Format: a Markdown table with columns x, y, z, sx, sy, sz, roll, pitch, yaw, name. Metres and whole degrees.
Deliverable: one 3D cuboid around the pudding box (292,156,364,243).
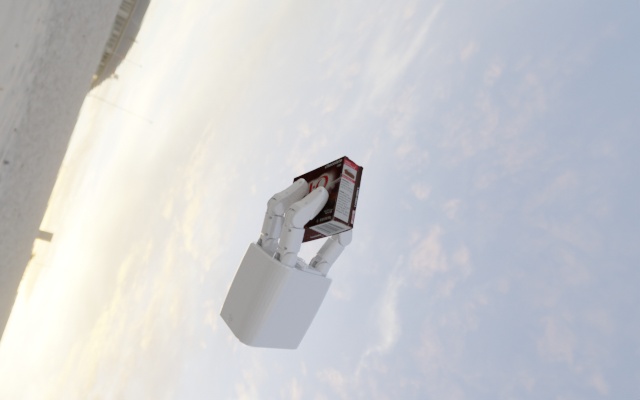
| x | y | z | sx | sy | sz | roll | pitch | yaw | name |
| --- | --- | --- | --- | --- | --- | --- | --- | --- | --- |
| 0.000 | 0.002 | 0.618 | 0.039 | 0.090 | 0.113 | 28 | -29 | -33 | pudding box |
